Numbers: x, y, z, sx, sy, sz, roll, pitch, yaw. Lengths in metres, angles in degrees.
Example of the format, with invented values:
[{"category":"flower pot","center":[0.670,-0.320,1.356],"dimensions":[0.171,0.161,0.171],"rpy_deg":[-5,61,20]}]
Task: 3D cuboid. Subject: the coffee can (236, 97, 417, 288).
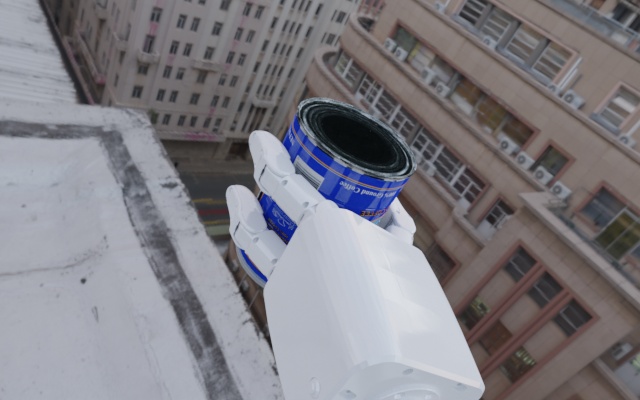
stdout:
[{"category":"coffee can","center":[0.000,0.001,0.402],"dimensions":[0.103,0.140,0.102],"rpy_deg":[20,33,-14]}]
